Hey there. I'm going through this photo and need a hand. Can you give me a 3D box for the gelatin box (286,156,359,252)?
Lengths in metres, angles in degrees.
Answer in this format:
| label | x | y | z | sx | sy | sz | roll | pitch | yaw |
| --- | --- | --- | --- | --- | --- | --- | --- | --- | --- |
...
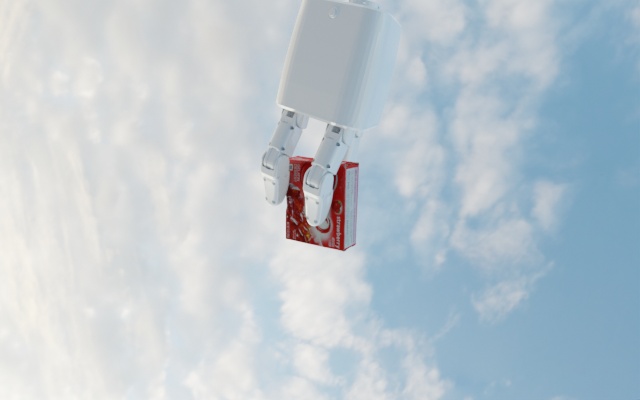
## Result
| label | x | y | z | sx | sy | sz | roll | pitch | yaw |
| --- | --- | --- | --- | --- | --- | --- | --- | --- | --- |
| gelatin box | 0.000 | 0.002 | 0.493 | 0.073 | 0.089 | 0.030 | 9 | 15 | 32 |
